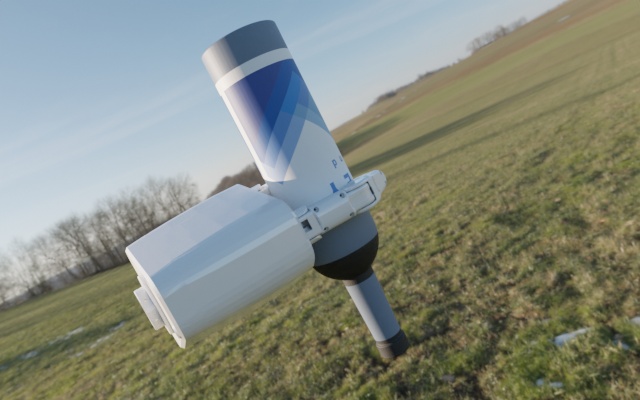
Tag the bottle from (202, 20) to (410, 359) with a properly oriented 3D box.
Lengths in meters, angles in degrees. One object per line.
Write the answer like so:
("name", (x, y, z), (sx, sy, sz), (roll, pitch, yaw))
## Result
("bottle", (0.000, 0.001, 0.403), (0.069, 0.296, 0.069), (-27, 7, 3))
